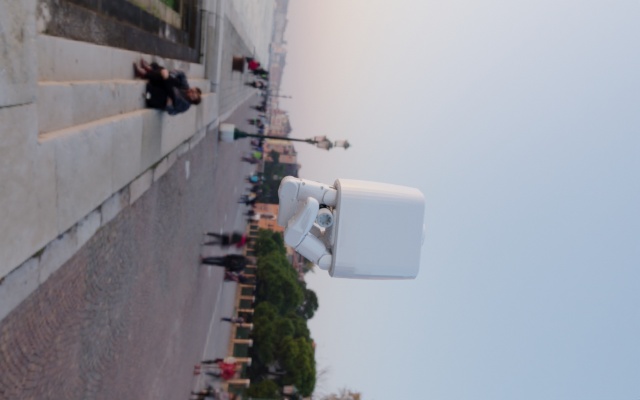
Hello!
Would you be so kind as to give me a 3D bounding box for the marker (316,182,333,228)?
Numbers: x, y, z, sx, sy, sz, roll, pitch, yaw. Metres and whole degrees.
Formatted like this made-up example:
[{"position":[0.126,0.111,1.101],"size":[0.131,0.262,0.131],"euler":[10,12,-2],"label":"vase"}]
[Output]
[{"position":[0.000,0.002,0.594],"size":[0.020,0.020,0.121],"euler":[0,20,-5],"label":"marker"}]
